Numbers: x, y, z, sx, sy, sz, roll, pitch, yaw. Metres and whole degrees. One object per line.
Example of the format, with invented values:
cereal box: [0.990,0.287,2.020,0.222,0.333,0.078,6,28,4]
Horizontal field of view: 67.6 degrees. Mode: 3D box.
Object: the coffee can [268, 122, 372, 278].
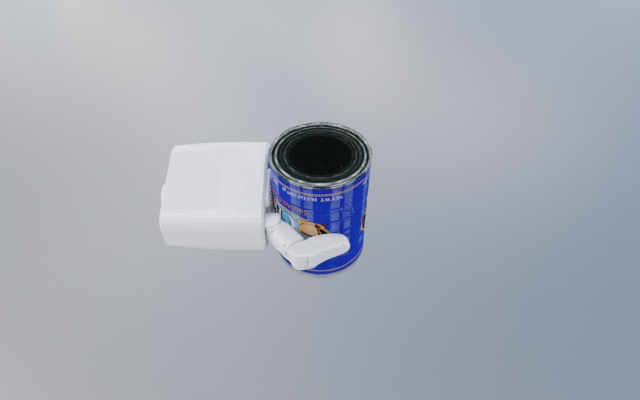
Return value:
coffee can: [0.000,0.002,0.518,0.103,0.140,0.102,0,45,0]
